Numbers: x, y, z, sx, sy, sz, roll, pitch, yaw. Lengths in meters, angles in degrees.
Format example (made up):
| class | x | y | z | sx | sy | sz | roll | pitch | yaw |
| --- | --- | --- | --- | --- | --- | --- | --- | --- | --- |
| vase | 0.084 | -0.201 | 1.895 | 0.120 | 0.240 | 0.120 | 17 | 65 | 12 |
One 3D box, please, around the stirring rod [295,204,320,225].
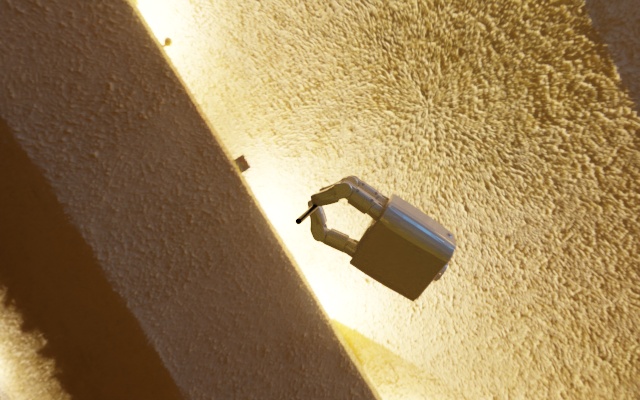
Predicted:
| class | x | y | z | sx | sy | sz | roll | pitch | yaw |
| --- | --- | --- | --- | --- | --- | --- | --- | --- | --- |
| stirring rod | 0.000 | 0.002 | 0.671 | 0.011 | 0.011 | 0.239 | 0 | 11 | 13 |
